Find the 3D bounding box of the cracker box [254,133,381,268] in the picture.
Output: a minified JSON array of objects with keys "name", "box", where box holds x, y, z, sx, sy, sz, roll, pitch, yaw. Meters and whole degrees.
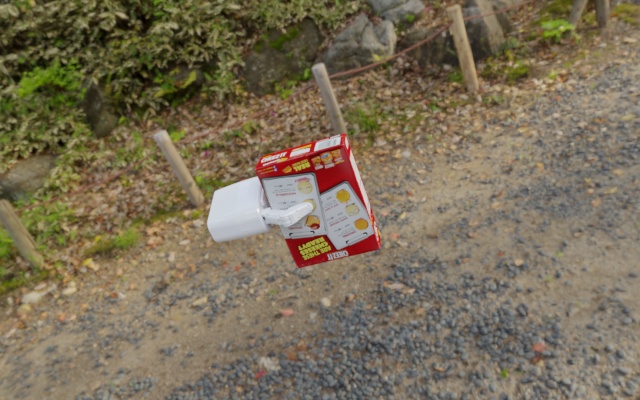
[{"name":"cracker box","box":[0.000,0.003,0.858,0.164,0.214,0.072,-15,26,14]}]
